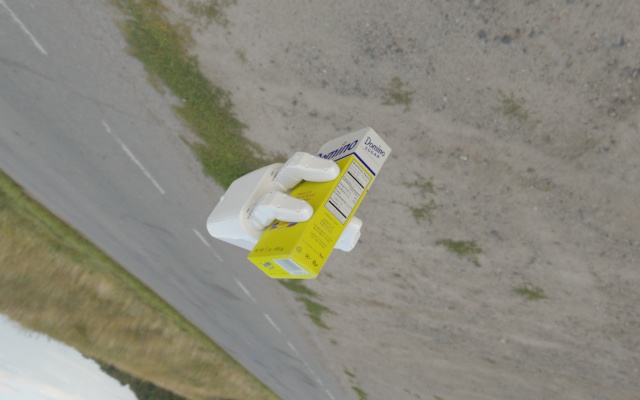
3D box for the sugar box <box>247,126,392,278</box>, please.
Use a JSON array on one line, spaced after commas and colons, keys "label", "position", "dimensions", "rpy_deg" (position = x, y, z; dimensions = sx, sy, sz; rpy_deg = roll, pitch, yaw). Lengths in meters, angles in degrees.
[{"label": "sugar box", "position": [0.000, 0.001, 0.522], "dimensions": [0.048, 0.176, 0.093], "rpy_deg": [42, -28, -23]}]
